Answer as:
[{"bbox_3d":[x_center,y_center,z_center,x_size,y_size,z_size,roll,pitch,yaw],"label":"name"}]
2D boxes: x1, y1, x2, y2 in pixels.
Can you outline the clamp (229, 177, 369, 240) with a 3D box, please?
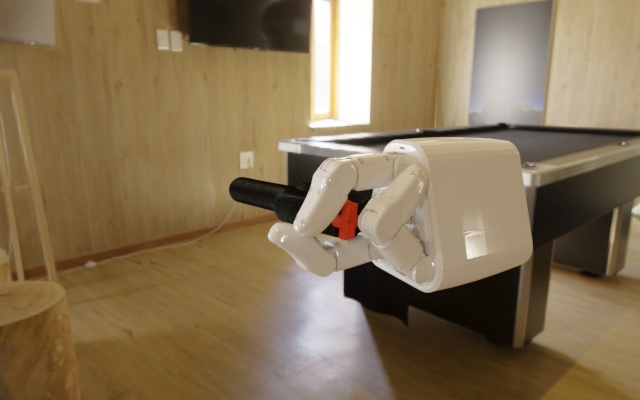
[{"bbox_3d":[0.000,0.001,0.426,0.120,0.039,0.171,-7,15,-28],"label":"clamp"}]
